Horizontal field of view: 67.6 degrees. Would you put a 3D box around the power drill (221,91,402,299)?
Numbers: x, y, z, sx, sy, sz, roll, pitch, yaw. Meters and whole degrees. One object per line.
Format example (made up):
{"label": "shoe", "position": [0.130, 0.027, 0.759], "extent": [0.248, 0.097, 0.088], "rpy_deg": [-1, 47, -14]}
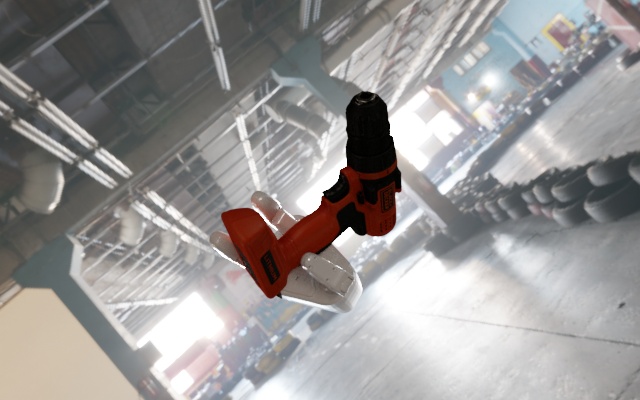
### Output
{"label": "power drill", "position": [0.000, 0.002, 0.478], "extent": [0.187, 0.185, 0.057], "rpy_deg": [-30, 46, -17]}
